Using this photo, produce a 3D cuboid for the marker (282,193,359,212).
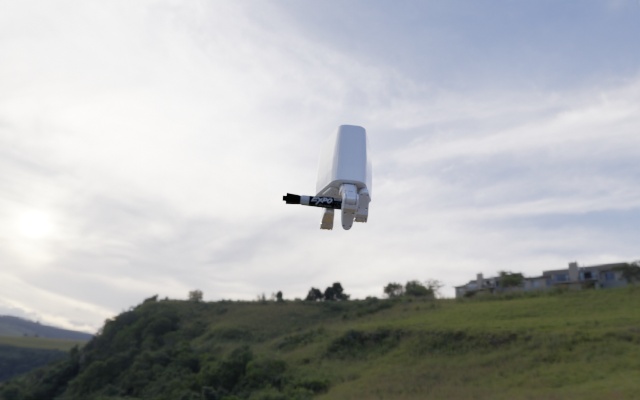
[{"bbox_3d":[0.000,0.003,0.754,0.121,0.020,0.020,6,-1,-4],"label":"marker"}]
